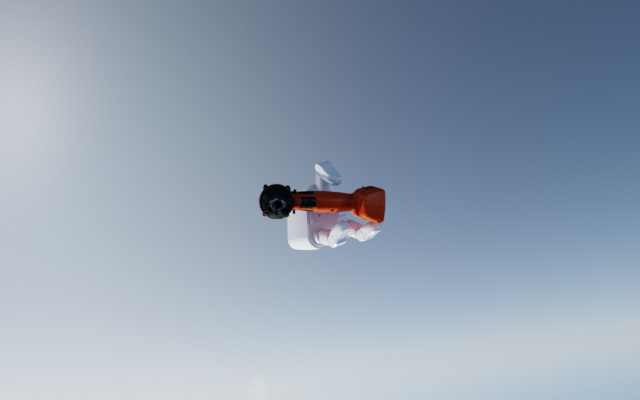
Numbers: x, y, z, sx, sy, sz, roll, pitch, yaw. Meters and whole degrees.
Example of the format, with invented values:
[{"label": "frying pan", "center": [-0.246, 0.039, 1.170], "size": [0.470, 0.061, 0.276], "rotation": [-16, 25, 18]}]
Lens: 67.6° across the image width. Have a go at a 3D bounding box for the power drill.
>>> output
[{"label": "power drill", "center": [0.001, 0.002, 0.730], "size": [0.187, 0.057, 0.184], "rotation": [4, 5, -7]}]
